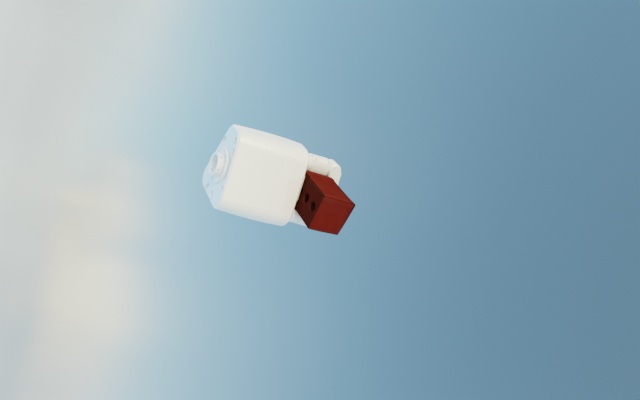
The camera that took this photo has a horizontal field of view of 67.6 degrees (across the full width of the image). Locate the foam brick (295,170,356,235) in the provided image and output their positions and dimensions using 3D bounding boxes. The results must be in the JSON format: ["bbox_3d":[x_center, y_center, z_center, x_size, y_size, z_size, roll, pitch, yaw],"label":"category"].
[{"bbox_3d":[0.000,0.002,0.653,0.051,0.053,0.078,15,22,-34],"label":"foam brick"}]
